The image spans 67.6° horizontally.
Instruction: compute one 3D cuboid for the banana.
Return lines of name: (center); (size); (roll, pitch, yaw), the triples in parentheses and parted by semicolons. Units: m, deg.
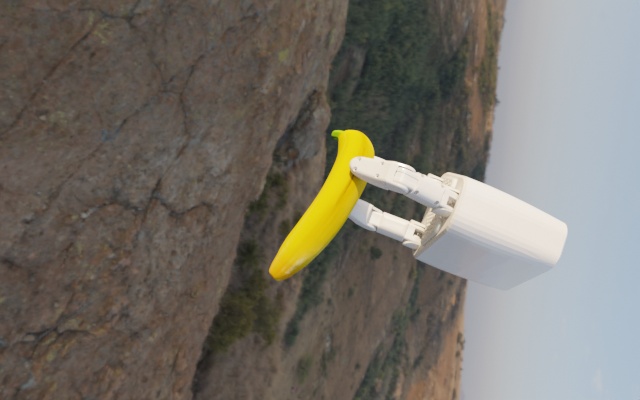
banana: (0.012, -0.007, 0.468); (0.037, 0.197, 0.070); (39, -37, -19)
